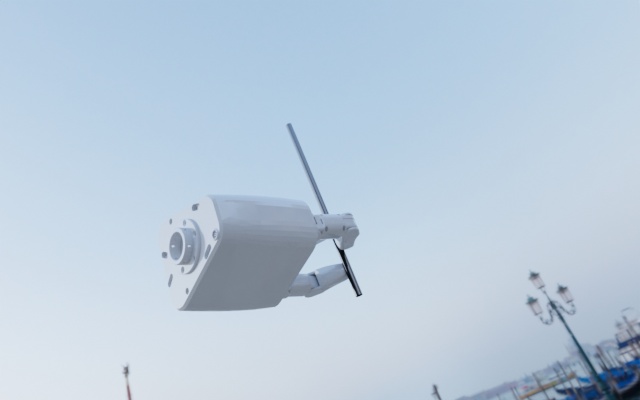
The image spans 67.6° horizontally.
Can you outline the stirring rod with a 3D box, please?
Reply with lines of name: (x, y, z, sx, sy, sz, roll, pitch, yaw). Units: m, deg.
stirring rod: (0.000, 0.002, 0.560, 0.011, 0.239, 0.011, -18, -27, -10)
